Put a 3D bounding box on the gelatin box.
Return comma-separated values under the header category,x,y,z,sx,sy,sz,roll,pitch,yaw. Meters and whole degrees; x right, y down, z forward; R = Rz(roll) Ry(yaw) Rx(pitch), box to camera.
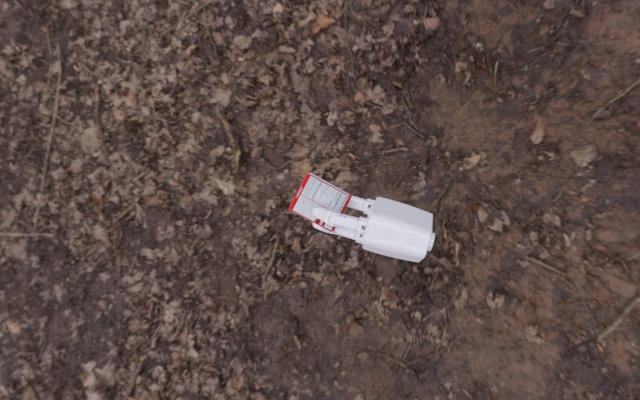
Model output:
category,x,y,z,sx,sy,sz,roll,pitch,yaw
gelatin box,0.000,0.003,0.842,0.089,0.073,0.030,28,10,3
